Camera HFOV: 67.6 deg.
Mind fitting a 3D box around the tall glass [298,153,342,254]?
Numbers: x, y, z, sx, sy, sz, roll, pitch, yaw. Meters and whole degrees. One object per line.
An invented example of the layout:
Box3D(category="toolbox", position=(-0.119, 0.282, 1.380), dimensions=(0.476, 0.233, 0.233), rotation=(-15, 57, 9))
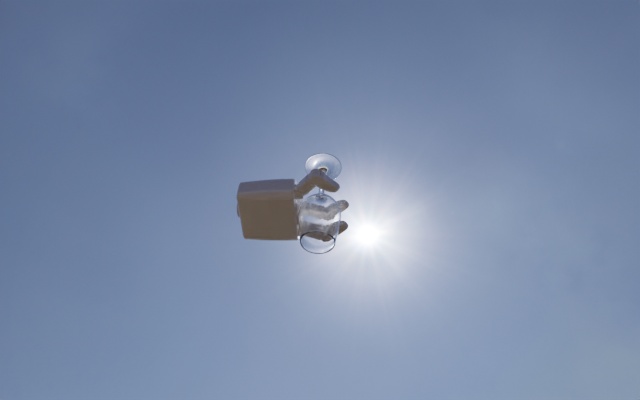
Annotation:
Box3D(category="tall glass", position=(0.000, 0.002, 0.890), dimensions=(0.079, 0.079, 0.200), rotation=(2, 45, 2))
